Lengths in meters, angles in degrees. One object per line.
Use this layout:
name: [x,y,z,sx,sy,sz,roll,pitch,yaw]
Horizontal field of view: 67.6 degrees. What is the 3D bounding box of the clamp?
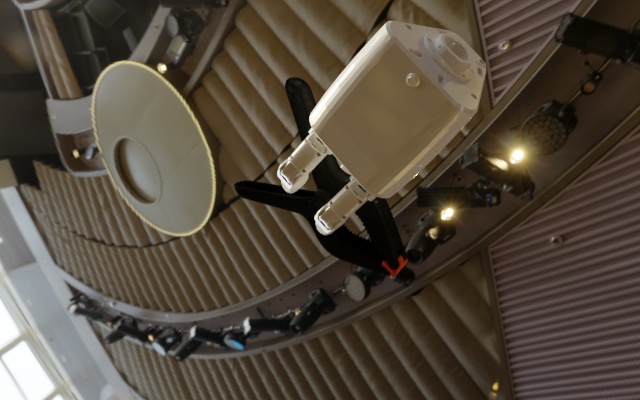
clamp: [0.001,0.002,0.498,0.036,0.210,0.165,-34,-9,-48]
